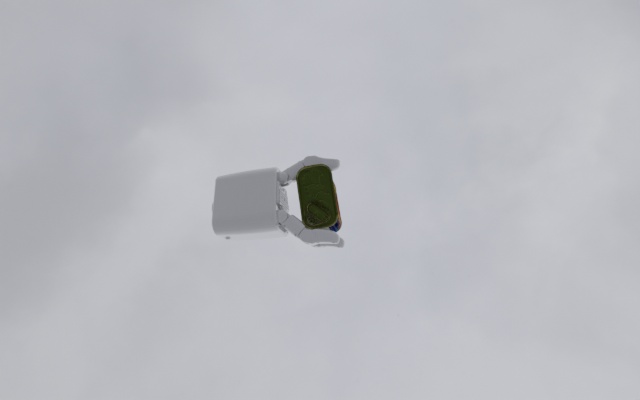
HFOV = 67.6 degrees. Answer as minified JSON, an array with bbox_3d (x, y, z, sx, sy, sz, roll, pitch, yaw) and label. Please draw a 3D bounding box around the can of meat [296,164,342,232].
[{"bbox_3d":[0.000,0.002,0.773,0.057,0.102,0.084,-10,-15,6],"label":"can of meat"}]
